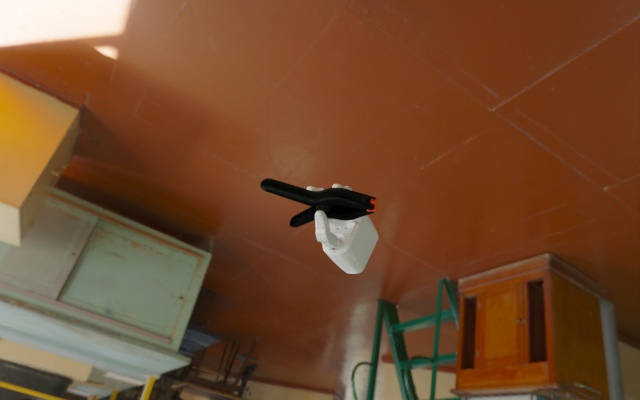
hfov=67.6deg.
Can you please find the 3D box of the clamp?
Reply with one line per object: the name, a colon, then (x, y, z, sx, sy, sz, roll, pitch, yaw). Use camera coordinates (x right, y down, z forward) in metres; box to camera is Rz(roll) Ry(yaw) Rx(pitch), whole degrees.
clamp: (0.001, 0.004, 0.891, 0.210, 0.036, 0.165, -4, -31, 26)
